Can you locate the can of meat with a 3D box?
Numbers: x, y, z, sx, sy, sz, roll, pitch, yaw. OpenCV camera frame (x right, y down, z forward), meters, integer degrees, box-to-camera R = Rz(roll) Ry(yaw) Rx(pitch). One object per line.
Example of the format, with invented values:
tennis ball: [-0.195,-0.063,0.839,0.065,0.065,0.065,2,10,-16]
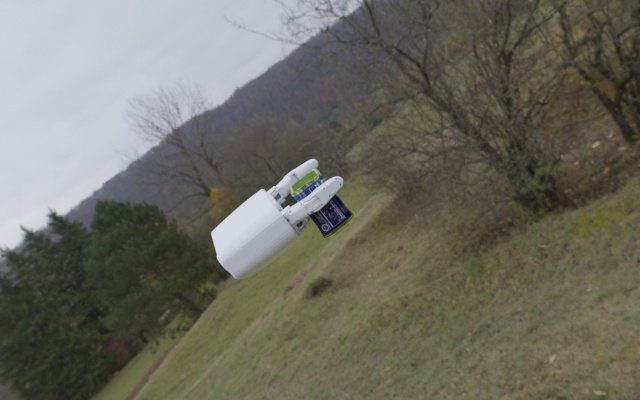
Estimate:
can of meat: [0.000,0.002,0.709,0.057,0.084,0.102,-38,10,1]
